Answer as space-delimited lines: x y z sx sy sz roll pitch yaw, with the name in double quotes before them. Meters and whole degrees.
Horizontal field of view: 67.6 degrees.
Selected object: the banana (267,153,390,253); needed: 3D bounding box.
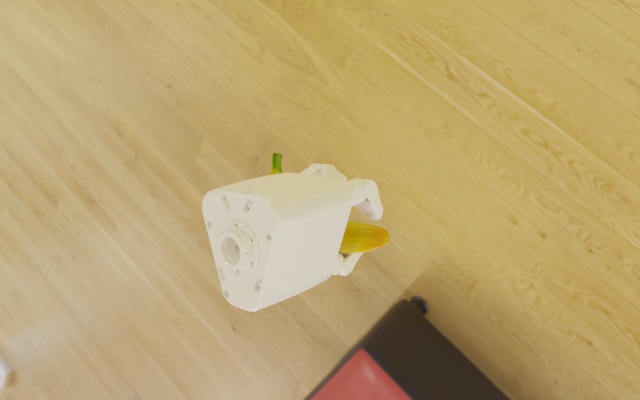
"banana" -0.009 0.016 0.561 0.197 0.070 0.037 36 22 31
